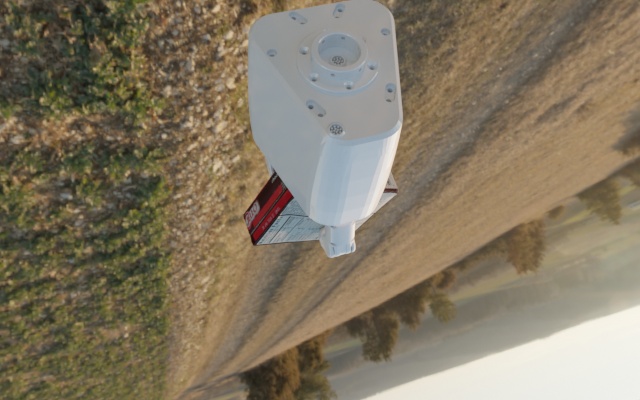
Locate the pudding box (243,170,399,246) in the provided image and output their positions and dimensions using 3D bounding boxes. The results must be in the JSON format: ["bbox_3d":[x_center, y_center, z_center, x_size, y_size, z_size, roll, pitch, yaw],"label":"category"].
[{"bbox_3d":[0.000,0.002,0.426,0.113,0.039,0.090,1,-32,-35],"label":"pudding box"}]
